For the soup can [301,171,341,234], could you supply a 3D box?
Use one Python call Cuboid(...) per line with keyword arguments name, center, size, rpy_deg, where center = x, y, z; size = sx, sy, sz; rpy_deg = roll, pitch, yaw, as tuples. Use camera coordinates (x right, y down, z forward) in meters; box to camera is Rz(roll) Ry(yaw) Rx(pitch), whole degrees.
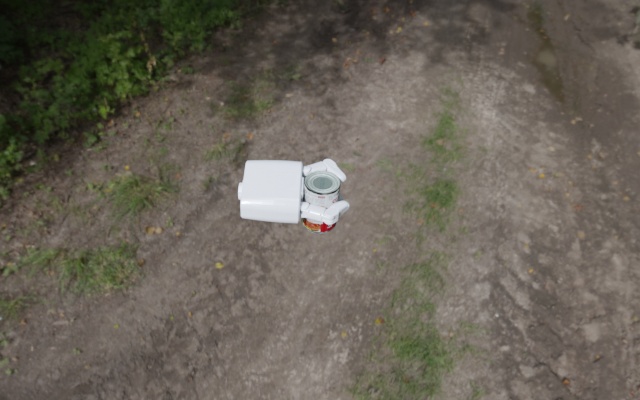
Cuboid(name="soup can", center=(0.001, 0.003, 0.894), size=(0.068, 0.102, 0.068), rpy_deg=(3, 42, -3))
